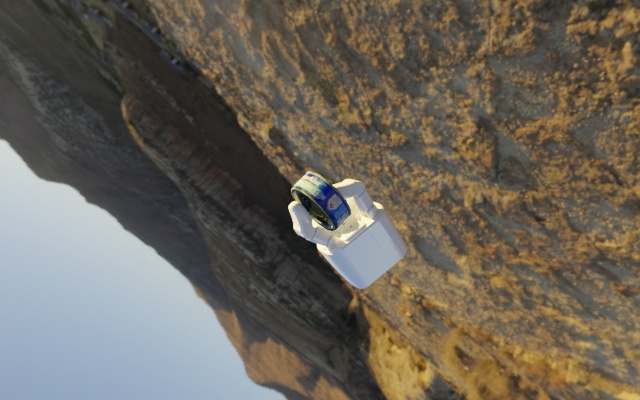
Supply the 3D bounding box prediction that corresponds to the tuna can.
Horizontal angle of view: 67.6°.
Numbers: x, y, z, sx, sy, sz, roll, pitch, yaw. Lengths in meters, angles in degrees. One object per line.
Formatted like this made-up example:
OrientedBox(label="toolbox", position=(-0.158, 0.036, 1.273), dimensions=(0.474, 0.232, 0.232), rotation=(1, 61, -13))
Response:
OrientedBox(label="tuna can", position=(0.000, 0.003, 0.662), dimensions=(0.033, 0.086, 0.086), rotation=(-45, 15, -16))
